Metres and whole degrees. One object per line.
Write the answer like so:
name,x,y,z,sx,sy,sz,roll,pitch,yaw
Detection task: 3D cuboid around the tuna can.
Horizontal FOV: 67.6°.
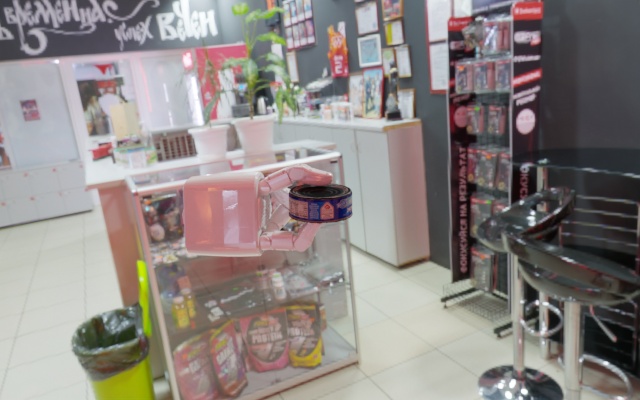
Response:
tuna can,0.000,0.002,0.635,0.086,0.034,0.086,-1,15,0
